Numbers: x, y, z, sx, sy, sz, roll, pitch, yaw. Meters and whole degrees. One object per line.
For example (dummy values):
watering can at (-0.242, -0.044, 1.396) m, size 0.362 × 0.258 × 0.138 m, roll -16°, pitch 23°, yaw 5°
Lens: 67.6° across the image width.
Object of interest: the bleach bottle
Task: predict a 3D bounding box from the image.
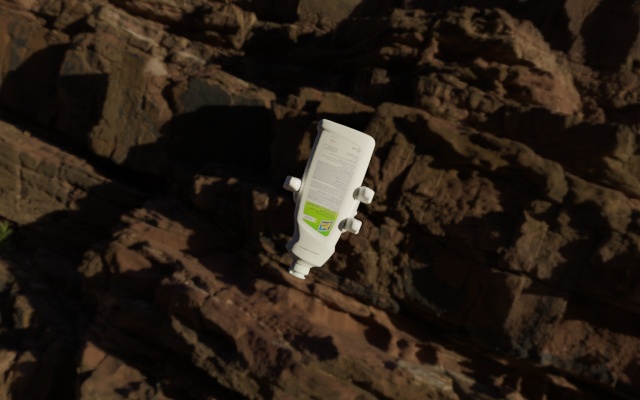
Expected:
bleach bottle at (0.000, 0.003, 0.780) m, size 0.102 × 0.251 × 0.068 m, roll 22°, pitch -2°, yaw 9°
